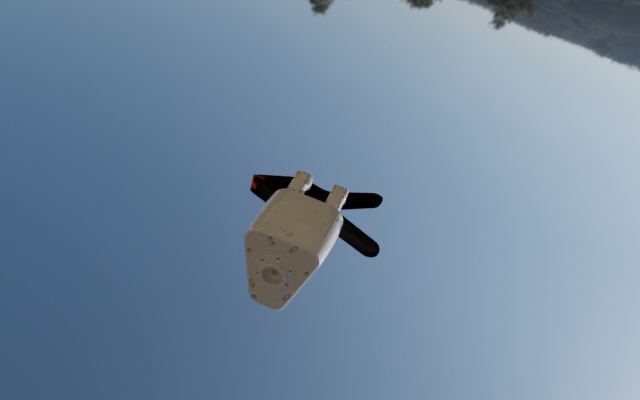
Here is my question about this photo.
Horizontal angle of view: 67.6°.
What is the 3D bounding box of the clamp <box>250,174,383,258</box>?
[{"bbox_3d":[-0.001,0.003,0.718,0.210,0.036,0.164,22,27,6],"label":"clamp"}]
